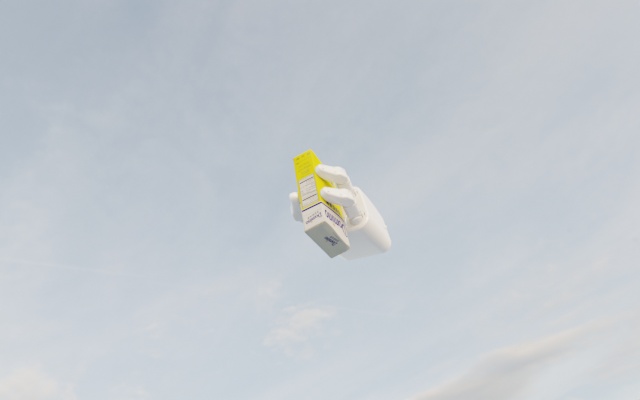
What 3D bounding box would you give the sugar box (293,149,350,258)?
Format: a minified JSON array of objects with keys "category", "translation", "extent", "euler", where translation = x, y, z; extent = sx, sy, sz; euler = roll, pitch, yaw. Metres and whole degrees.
[{"category":"sugar box","translation":[0.001,0.002,0.824],"extent":[0.048,0.176,0.093],"euler":[-28,-45,14]}]
